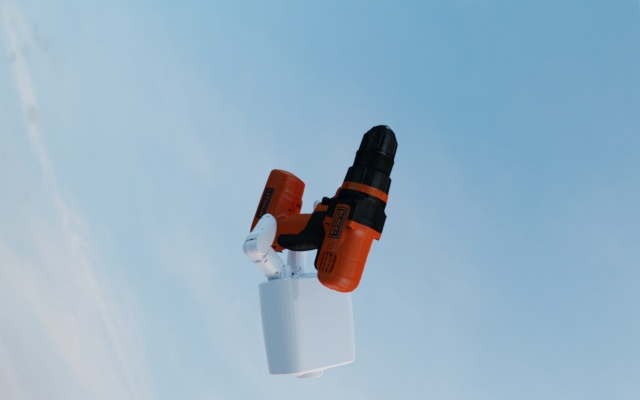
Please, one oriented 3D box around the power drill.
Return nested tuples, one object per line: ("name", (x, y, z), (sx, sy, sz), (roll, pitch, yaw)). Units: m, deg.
("power drill", (0.000, 0.002, 0.559), (0.057, 0.184, 0.187), (26, -13, -35))
